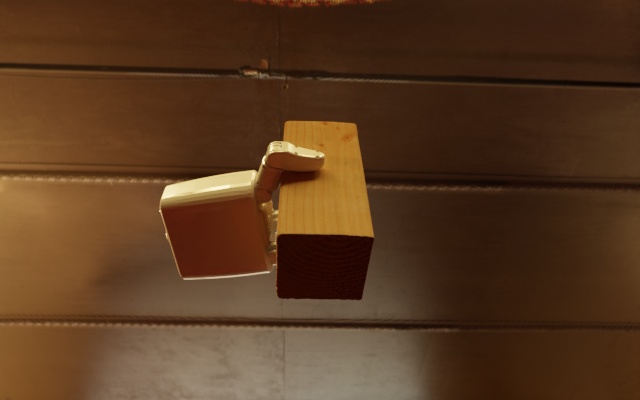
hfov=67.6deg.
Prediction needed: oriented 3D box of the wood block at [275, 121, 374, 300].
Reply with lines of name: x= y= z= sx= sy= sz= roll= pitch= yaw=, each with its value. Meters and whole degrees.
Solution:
wood block: x=0.000 y=0.001 z=0.534 sx=0.090 sy=0.091 sz=0.206 roll=2 pitch=39 yaw=-3
